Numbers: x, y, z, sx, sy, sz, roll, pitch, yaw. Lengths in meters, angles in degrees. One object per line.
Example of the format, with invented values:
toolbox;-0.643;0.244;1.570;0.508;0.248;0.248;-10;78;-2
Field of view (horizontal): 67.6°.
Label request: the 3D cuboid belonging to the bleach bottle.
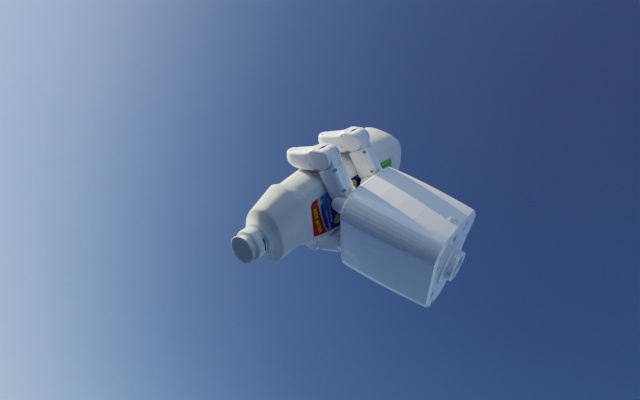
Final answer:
bleach bottle;0.000;0.002;0.534;0.068;0.103;0.250;28;40;25
